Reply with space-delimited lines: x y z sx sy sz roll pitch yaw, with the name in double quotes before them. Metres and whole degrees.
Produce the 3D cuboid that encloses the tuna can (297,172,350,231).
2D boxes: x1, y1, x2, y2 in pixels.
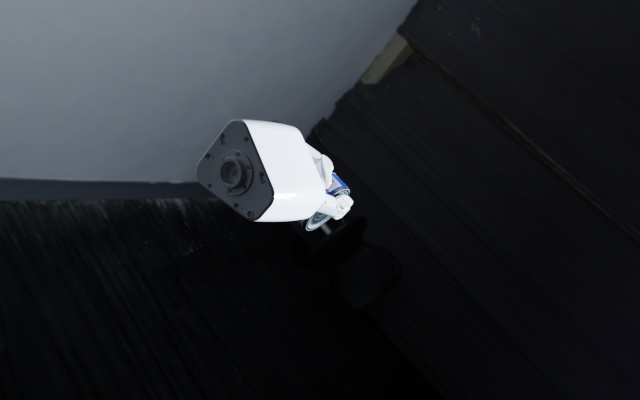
"tuna can" 0.001 0.003 0.674 0.033 0.086 0.086 47 17 17
